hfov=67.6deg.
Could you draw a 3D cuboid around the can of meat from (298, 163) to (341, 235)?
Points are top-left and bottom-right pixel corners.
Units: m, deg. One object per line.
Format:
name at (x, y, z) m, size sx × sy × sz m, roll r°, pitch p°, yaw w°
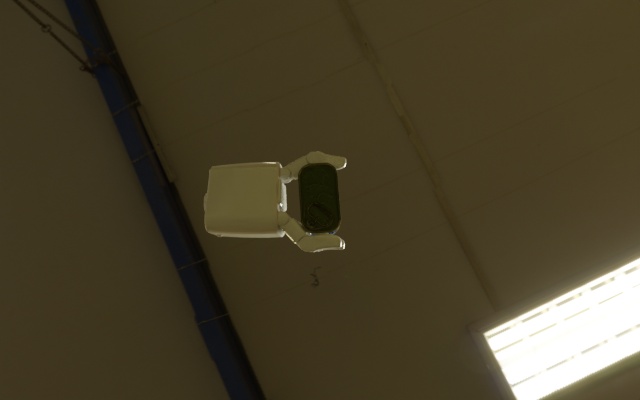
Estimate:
can of meat at (0.000, 0.002, 0.721) m, size 0.057 × 0.102 × 0.084 m, roll -5°, pitch -9°, yaw 2°
